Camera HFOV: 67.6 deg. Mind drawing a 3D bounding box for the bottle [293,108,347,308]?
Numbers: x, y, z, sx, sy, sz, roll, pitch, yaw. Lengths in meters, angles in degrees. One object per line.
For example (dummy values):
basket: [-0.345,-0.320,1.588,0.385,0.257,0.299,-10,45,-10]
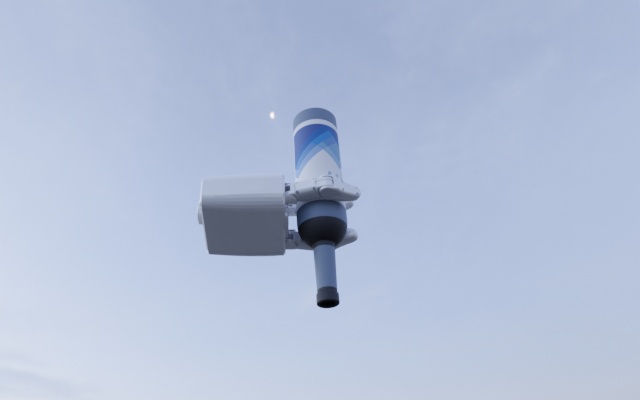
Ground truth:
bottle: [0.000,0.002,0.648,0.069,0.295,0.069,-3,-34,-2]
